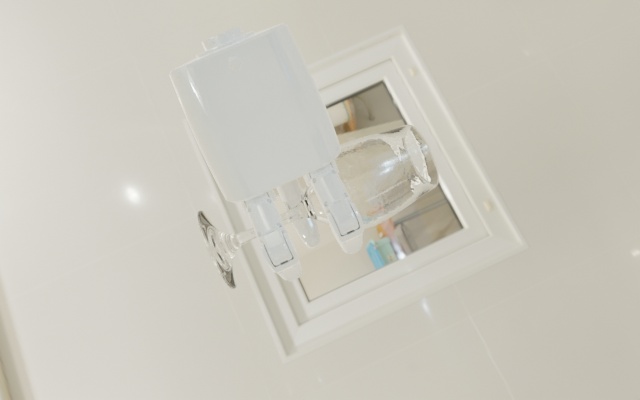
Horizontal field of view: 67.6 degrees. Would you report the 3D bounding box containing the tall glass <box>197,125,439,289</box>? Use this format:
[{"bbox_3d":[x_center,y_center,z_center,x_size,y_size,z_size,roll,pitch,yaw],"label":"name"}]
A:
[{"bbox_3d":[-0.001,0.002,0.420,0.201,0.079,0.079,-24,2,-4],"label":"tall glass"}]
